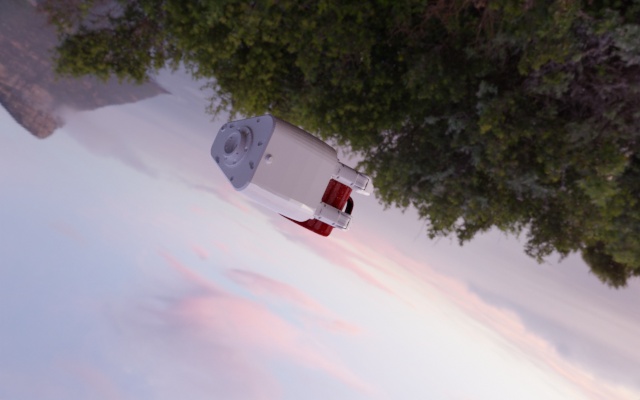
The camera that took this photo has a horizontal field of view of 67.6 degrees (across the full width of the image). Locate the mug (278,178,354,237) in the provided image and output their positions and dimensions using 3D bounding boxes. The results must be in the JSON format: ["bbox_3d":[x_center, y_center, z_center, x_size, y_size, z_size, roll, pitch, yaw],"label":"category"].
[{"bbox_3d":[0.001,0.003,0.671,0.117,0.081,0.093,27,-1,-42],"label":"mug"}]
